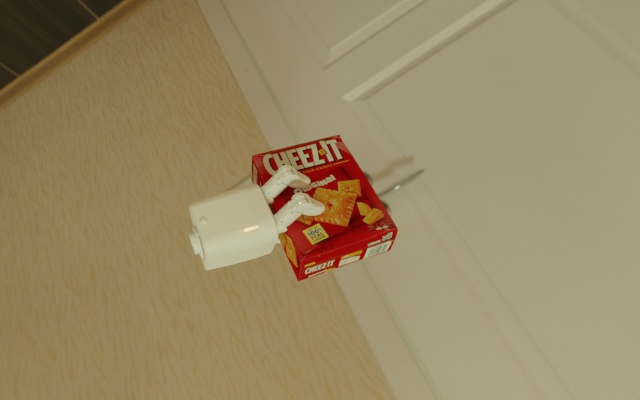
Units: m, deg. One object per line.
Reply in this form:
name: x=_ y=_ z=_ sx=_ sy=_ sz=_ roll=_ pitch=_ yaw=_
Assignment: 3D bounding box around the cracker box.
cracker box: x=0.000 y=0.003 z=0.764 sx=0.164 sy=0.213 sz=0.072 roll=-16 pitch=-33 yaw=-20
